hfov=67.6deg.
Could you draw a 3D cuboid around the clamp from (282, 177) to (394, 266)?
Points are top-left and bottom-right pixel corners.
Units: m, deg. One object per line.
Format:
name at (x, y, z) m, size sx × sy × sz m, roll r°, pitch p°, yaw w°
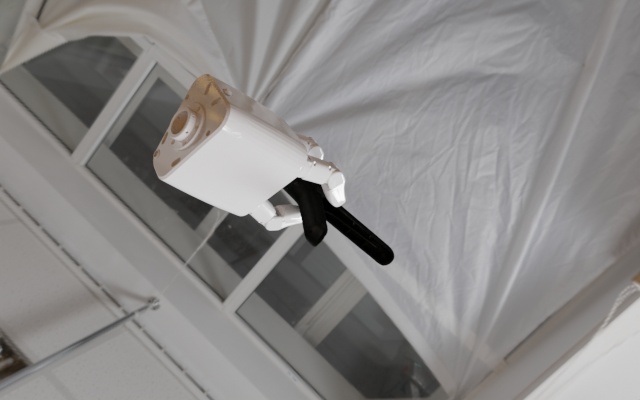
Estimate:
clamp at (-0.001, 0.002, 0.599) m, size 0.164 × 0.036 × 0.210 m, roll 27°, pitch 18°, yaw -45°
